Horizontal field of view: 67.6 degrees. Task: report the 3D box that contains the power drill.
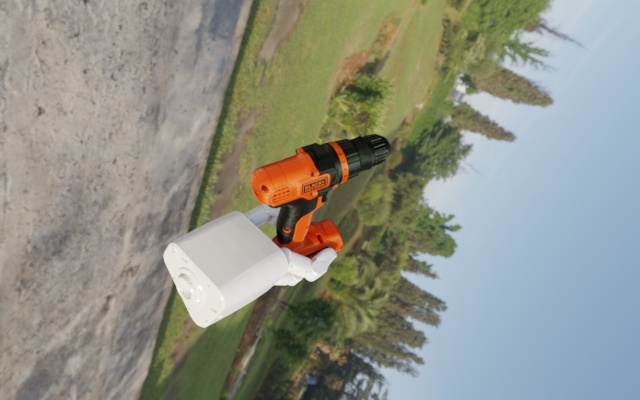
[{"bbox_3d":[0.000,0.002,0.630,0.184,0.188,0.057,-18,51,-20],"label":"power drill"}]
